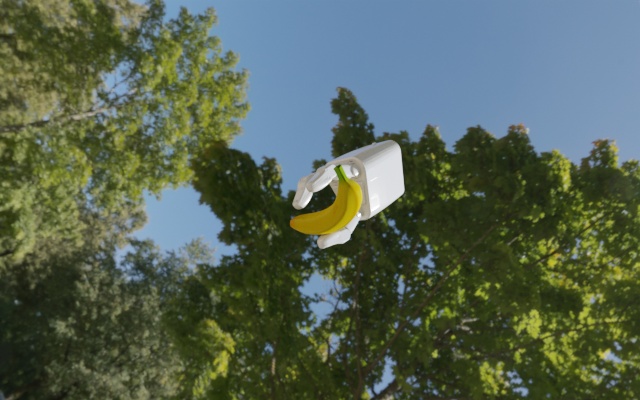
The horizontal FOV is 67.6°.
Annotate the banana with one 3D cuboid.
[{"bbox_3d":[0.013,0.015,0.726,0.037,0.069,0.198,-36,-8,-36],"label":"banana"}]
